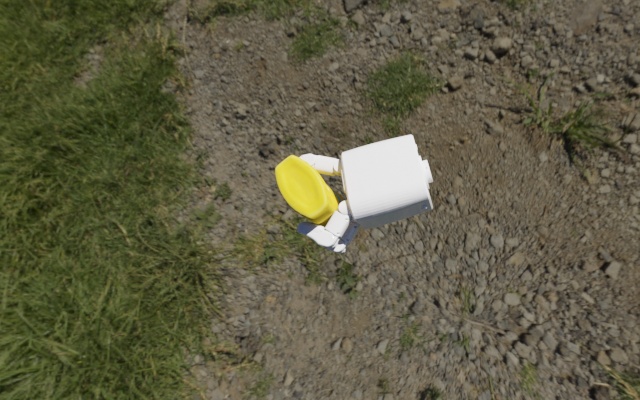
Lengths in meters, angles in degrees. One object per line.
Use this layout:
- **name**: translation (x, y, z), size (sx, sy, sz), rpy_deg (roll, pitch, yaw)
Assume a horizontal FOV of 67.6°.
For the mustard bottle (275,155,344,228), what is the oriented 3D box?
- **mustard bottle**: translation (0.000, 0.002, 0.719), size (0.058, 0.096, 0.192), rpy_deg (-39, -21, 4)
